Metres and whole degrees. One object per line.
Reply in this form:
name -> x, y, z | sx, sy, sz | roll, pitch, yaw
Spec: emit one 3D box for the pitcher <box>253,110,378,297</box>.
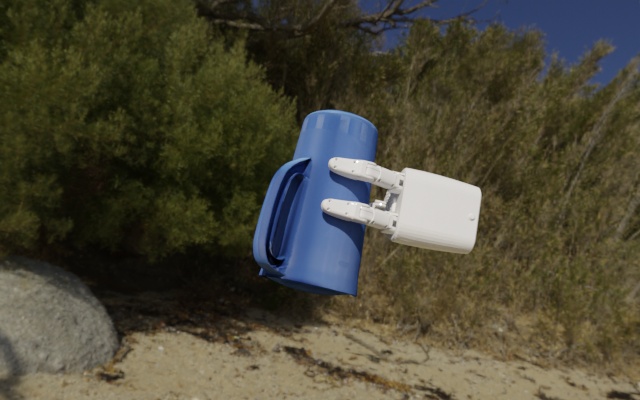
pitcher -> 0.000, 0.002, 0.650 | 0.145, 0.242, 0.149 | 12, -12, -3
